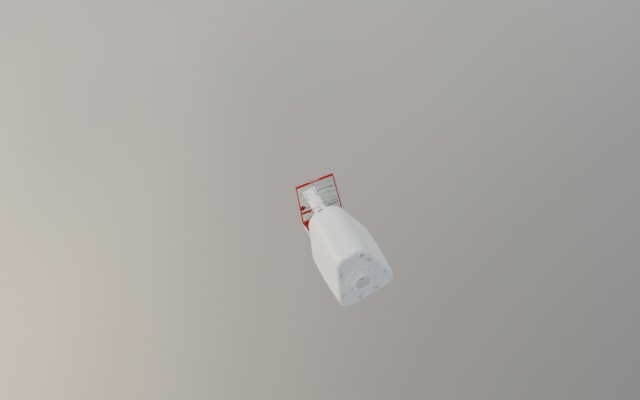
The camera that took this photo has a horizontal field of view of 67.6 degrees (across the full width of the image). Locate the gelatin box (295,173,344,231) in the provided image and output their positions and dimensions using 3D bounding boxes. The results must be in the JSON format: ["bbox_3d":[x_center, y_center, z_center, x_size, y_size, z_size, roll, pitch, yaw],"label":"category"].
[{"bbox_3d":[0.000,0.002,0.834,0.073,0.089,0.030,-21,-42,8],"label":"gelatin box"}]
